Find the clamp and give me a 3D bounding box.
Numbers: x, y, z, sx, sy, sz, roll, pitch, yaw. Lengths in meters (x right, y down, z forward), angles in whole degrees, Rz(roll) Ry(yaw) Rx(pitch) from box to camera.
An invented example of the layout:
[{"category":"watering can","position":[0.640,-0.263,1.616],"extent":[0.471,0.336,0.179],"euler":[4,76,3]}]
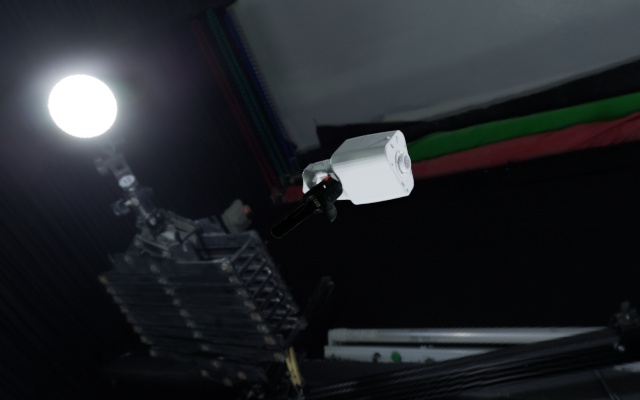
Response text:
[{"category":"clamp","position":[0.000,0.003,0.806],"extent":[0.120,0.039,0.171],"euler":[-9,27,34]}]
